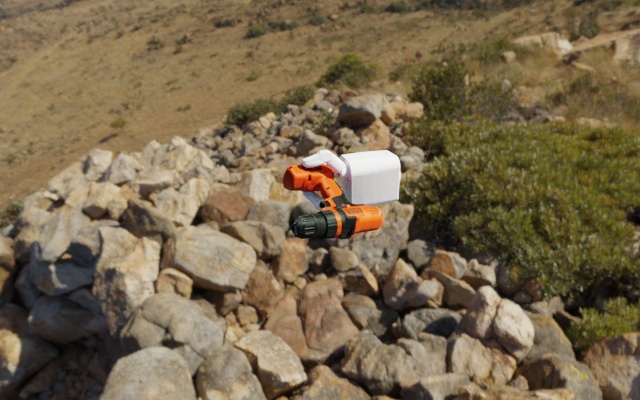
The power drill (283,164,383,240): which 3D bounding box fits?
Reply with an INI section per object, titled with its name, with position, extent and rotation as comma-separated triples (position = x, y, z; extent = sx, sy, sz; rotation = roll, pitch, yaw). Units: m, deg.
[power drill]
position = 0.000, 0.003, 0.897
extent = 0.184, 0.057, 0.187
rotation = -4, 38, -32
